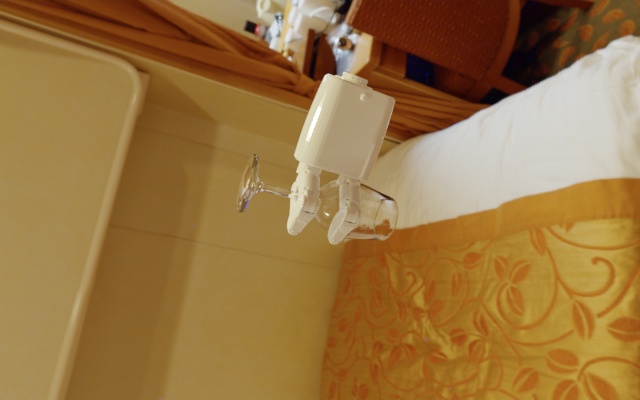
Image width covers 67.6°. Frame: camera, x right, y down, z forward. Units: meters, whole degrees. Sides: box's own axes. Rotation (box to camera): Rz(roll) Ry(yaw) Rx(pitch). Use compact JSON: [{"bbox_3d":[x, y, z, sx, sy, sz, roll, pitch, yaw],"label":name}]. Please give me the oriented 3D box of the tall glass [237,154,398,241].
[{"bbox_3d":[-0.001,0.002,0.618,0.201,0.079,0.079,15,-6,-21],"label":"tall glass"}]
